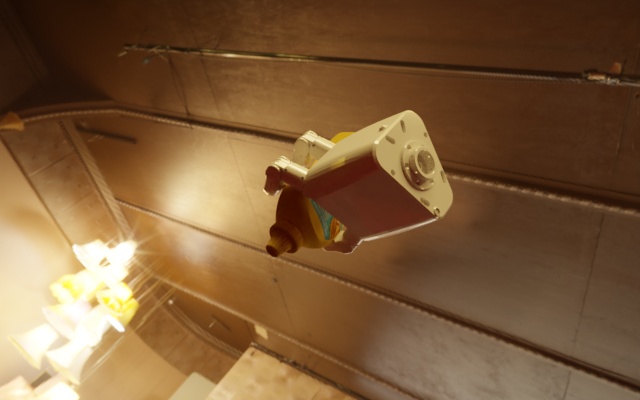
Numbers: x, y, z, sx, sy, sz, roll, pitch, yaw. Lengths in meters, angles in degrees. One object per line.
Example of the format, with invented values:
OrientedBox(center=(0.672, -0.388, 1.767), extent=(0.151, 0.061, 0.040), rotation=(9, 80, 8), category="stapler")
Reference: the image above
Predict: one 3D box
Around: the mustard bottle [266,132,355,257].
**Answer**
OrientedBox(center=(0.000, 0.002, 0.582), extent=(0.058, 0.096, 0.191), rotation=(8, 40, 38), category="mustard bottle")
